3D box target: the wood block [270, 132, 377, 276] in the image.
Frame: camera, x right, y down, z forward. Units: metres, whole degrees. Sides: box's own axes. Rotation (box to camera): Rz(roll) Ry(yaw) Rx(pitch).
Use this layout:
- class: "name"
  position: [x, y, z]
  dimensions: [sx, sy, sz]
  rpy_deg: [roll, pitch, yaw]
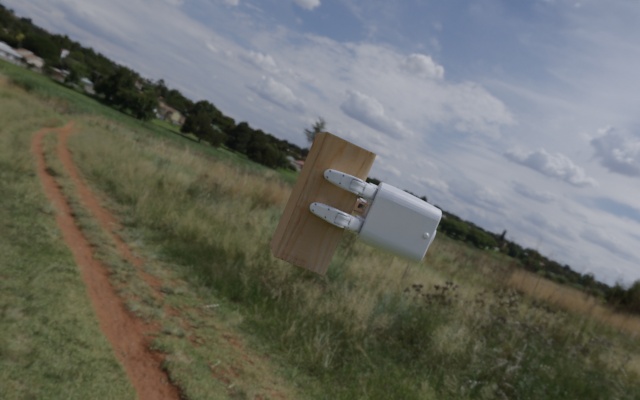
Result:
- class: "wood block"
  position: [0.000, 0.003, 0.772]
  dimensions: [0.090, 0.206, 0.091]
  rpy_deg: [23, 2, -11]
